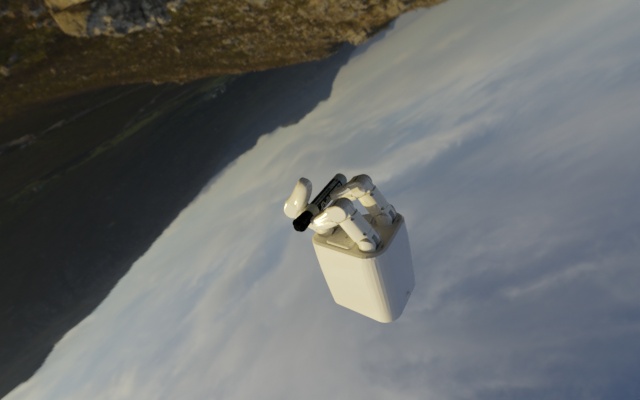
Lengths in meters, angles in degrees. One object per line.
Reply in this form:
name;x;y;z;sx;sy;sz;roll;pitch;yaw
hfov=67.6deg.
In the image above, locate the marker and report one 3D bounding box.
marker;0.000;0.002;0.606;0.020;0.020;0.121;0;31;33
